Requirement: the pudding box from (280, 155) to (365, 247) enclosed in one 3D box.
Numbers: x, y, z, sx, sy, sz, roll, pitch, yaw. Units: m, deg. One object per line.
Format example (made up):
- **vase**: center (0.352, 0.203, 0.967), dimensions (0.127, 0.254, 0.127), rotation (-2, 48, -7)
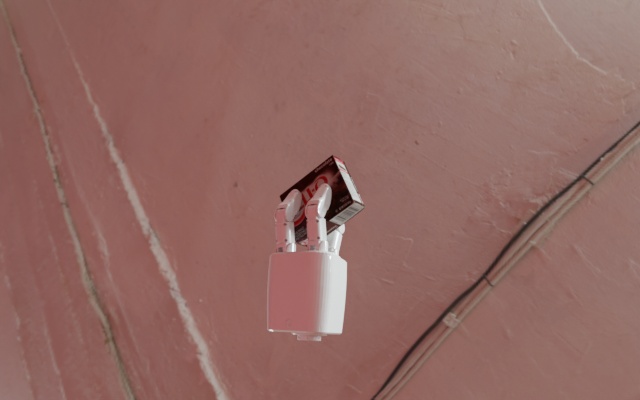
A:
- **pudding box**: center (0.000, 0.002, 0.704), dimensions (0.113, 0.090, 0.039), rotation (-35, -33, 20)
